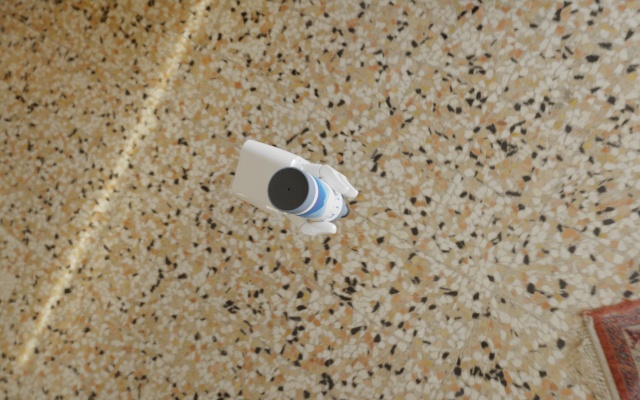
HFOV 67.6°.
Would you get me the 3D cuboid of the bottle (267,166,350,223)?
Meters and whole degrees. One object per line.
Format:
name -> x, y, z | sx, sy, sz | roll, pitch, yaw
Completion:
bottle -> 0.000, 0.003, 0.816 | 0.069, 0.069, 0.296 | 0, -7, 18
